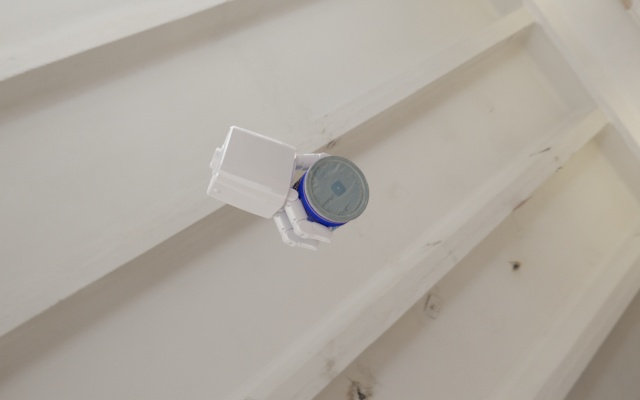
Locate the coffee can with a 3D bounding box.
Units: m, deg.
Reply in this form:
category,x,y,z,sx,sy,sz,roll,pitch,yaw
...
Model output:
category,x,y,z,sx,sy,sz,roll,pitch,yaw
coffee can,0.000,0.002,0.759,0.103,0.102,0.140,0,-18,-23
